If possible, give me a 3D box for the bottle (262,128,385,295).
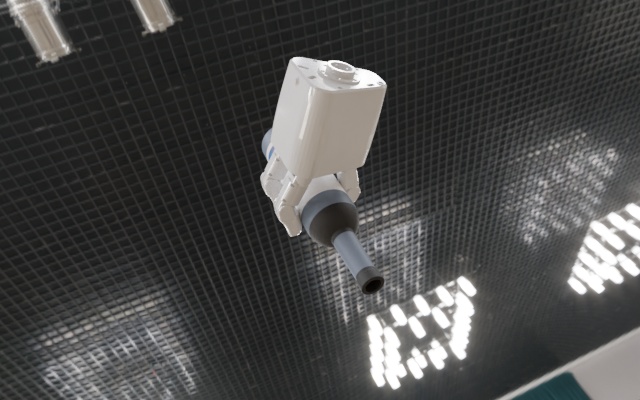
[{"bbox_3d":[0.000,0.002,0.605,0.069,0.069,0.295,0,37,-28],"label":"bottle"}]
